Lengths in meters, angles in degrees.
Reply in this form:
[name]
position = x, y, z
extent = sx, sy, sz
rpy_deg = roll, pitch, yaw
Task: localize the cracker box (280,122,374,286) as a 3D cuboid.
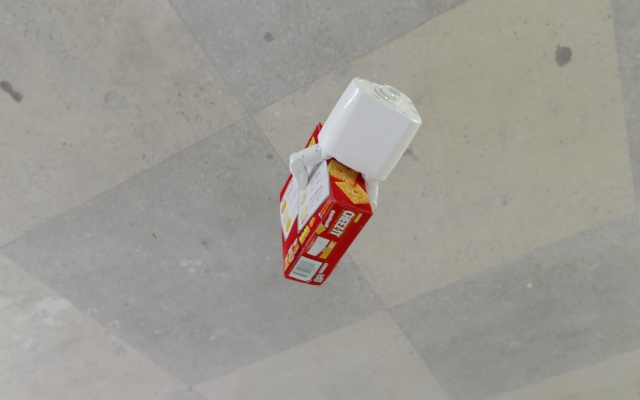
[cracker box]
position = 0.000, 0.003, 0.762
extent = 0.072, 0.164, 0.213
rpy_deg = 19, 33, -20
